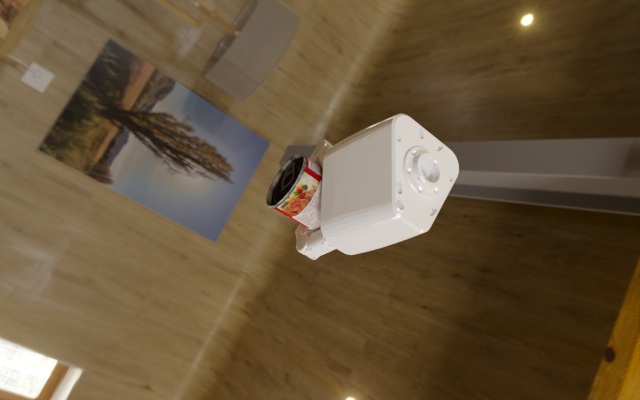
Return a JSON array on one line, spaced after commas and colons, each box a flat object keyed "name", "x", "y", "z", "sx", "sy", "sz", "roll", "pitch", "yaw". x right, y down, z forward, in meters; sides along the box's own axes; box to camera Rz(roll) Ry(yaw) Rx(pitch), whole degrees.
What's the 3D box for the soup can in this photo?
[{"name": "soup can", "x": 0.000, "y": 0.002, "z": 0.539, "sx": 0.102, "sy": 0.068, "sz": 0.068, "roll": 32, "pitch": -15, "yaw": -24}]
